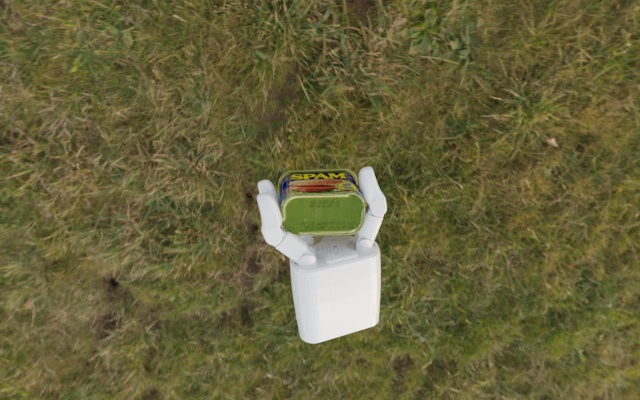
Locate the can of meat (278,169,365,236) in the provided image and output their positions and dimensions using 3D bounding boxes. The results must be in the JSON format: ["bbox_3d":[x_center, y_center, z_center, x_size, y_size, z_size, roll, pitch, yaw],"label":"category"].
[{"bbox_3d":[0.000,0.002,0.576,0.102,0.057,0.084,-2,21,-4],"label":"can of meat"}]
